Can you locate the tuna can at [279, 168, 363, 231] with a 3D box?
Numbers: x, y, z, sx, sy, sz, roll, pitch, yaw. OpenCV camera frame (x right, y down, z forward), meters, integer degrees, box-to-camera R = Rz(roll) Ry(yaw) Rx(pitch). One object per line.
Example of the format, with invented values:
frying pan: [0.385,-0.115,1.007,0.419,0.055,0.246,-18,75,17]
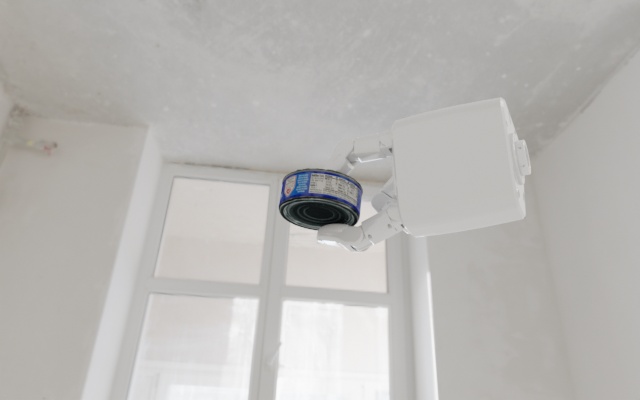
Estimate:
tuna can: [0.000,0.002,0.497,0.086,0.033,0.086,6,-25,3]
